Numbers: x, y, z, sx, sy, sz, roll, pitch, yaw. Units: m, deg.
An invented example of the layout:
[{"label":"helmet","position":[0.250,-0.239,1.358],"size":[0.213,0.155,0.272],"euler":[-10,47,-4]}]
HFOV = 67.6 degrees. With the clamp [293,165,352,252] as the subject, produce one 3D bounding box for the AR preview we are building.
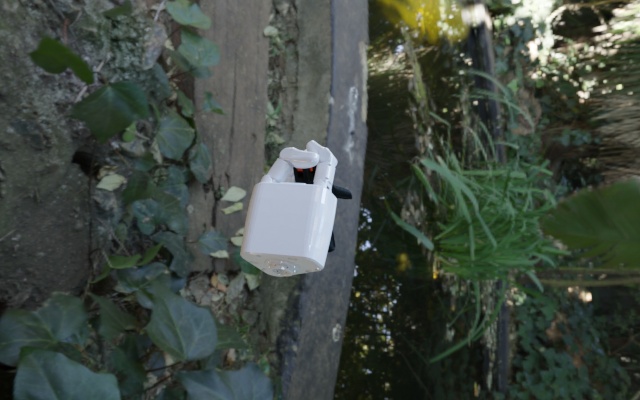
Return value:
[{"label":"clamp","position":[0.001,0.002,0.749],"size":[0.039,0.120,0.171],"euler":[-5,-30,28]}]
